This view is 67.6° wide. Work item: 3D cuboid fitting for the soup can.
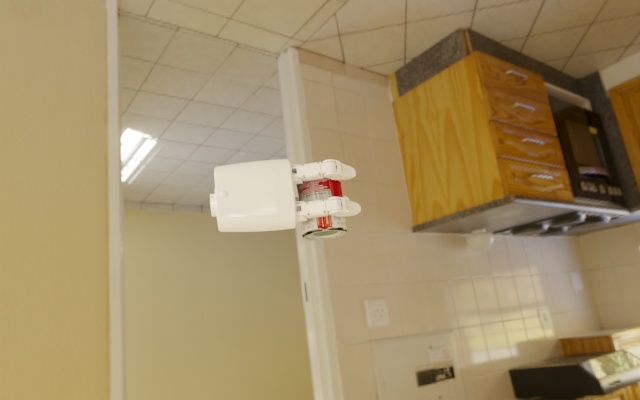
[{"bbox_3d":[0.001,0.003,0.706,0.068,0.102,0.068,-7,-15,-2],"label":"soup can"}]
